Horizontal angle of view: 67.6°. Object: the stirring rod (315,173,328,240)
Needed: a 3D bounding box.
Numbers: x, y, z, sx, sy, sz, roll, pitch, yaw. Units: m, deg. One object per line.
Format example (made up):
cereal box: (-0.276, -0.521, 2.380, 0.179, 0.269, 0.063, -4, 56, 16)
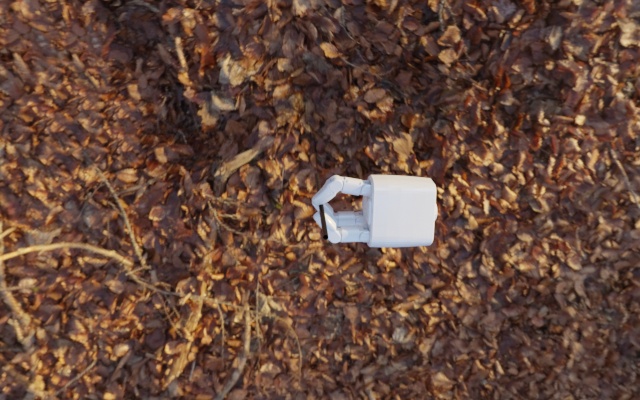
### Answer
stirring rod: (0.000, 0.002, 0.792, 0.011, 0.011, 0.239, 0, 25, -4)
